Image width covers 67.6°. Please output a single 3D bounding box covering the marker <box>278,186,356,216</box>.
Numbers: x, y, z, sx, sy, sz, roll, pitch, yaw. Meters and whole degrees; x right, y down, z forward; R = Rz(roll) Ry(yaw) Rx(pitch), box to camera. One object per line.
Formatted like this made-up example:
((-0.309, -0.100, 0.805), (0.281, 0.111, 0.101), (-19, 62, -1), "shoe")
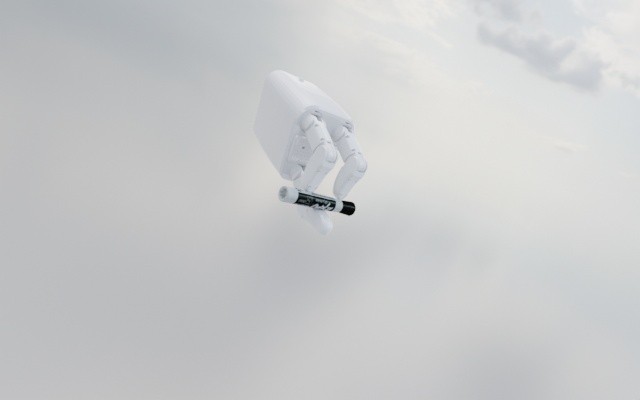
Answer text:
((0.000, 0.002, 0.583), (0.121, 0.020, 0.020), (13, -9, -44), "marker")
